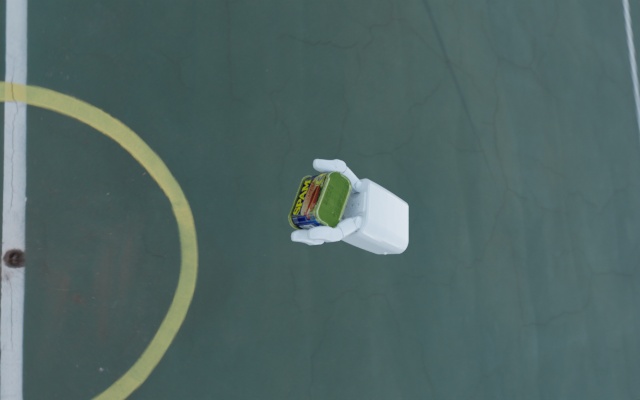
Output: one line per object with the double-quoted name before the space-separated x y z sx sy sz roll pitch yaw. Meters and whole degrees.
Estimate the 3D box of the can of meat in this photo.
"can of meat" 0.000 0.003 0.817 0.057 0.102 0.084 31 -22 -28
